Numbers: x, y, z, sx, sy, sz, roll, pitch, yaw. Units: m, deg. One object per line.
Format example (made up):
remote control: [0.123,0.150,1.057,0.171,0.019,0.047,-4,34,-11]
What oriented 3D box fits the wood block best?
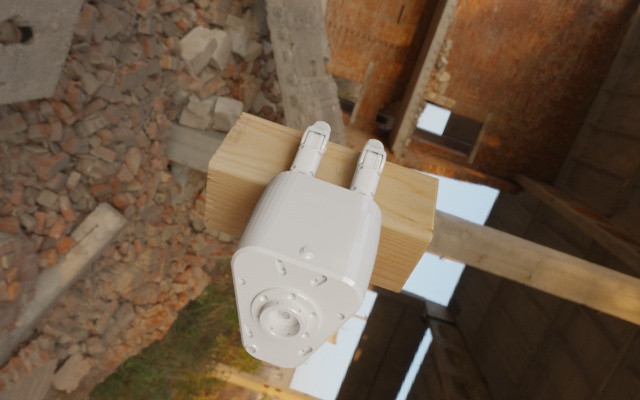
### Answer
wood block: [0.000,0.002,0.475,0.206,0.091,0.090,19,45,1]
